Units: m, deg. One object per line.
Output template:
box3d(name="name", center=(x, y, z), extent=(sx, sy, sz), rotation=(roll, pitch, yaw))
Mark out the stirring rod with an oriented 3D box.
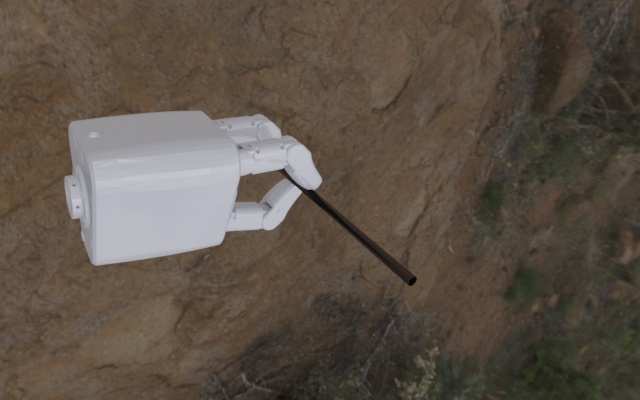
box3d(name="stirring rod", center=(0.000, 0.001, 0.422), extent=(0.011, 0.011, 0.239), rotation=(0, 28, -38))
